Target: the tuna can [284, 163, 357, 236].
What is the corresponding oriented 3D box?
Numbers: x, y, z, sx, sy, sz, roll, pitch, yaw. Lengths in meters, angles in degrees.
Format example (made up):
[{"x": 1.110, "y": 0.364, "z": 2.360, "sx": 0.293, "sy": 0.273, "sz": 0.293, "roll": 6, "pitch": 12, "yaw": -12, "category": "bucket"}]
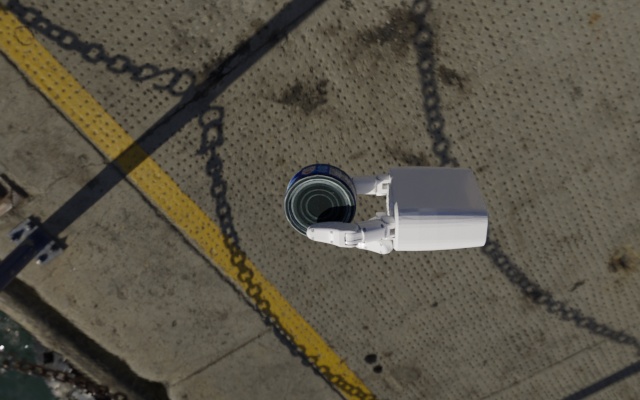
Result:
[{"x": 0.000, "y": 0.002, "z": 0.565, "sx": 0.086, "sy": 0.086, "sz": 0.033, "roll": 0, "pitch": 25, "yaw": 5, "category": "tuna can"}]
